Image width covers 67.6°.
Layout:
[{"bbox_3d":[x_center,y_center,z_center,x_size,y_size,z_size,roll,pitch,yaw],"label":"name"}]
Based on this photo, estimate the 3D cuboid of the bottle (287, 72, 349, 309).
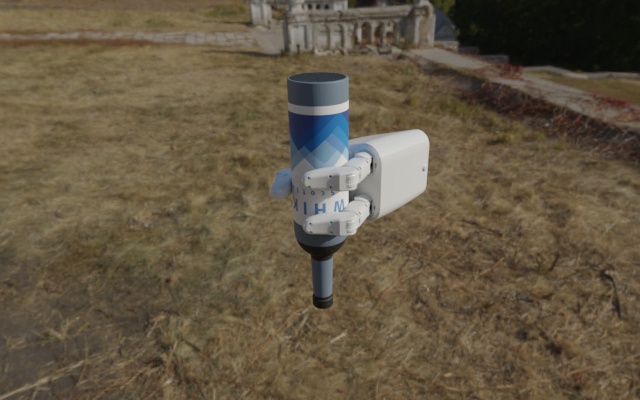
[{"bbox_3d":[0.000,0.002,0.573,0.069,0.296,0.069,-1,24,1],"label":"bottle"}]
